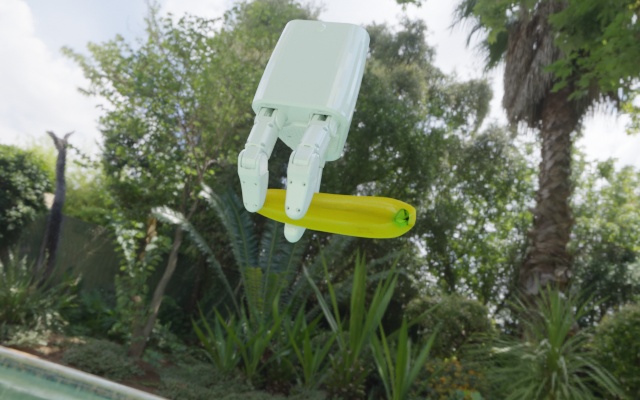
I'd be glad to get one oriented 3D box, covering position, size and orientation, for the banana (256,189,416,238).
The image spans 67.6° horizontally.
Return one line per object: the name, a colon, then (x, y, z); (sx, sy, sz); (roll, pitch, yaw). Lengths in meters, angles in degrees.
banana: (0.014, 0.009, 0.450); (0.198, 0.037, 0.070); (3, -20, 42)
